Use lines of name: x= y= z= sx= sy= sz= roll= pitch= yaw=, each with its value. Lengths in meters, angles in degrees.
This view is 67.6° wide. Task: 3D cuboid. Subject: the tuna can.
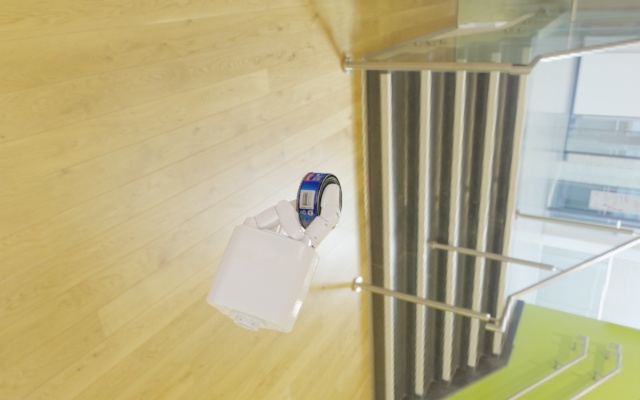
tuna can: x=0.001 y=0.002 z=0.684 sx=0.034 sy=0.086 sz=0.086 roll=4 pitch=2 yaw=26
